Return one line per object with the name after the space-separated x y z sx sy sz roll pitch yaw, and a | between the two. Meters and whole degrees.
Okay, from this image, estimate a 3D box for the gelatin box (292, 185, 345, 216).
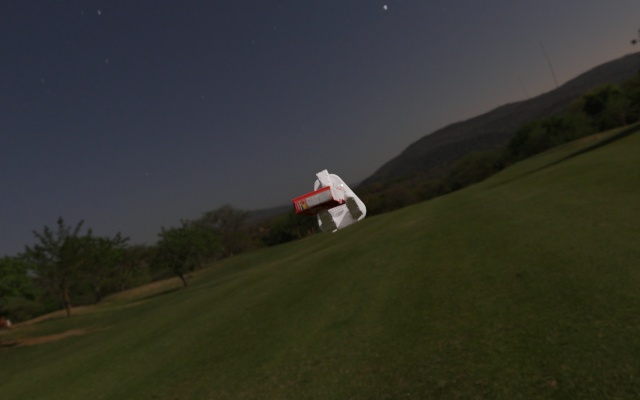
0.000 0.002 0.850 0.073 0.030 0.089 -20 -10 15 | gelatin box
